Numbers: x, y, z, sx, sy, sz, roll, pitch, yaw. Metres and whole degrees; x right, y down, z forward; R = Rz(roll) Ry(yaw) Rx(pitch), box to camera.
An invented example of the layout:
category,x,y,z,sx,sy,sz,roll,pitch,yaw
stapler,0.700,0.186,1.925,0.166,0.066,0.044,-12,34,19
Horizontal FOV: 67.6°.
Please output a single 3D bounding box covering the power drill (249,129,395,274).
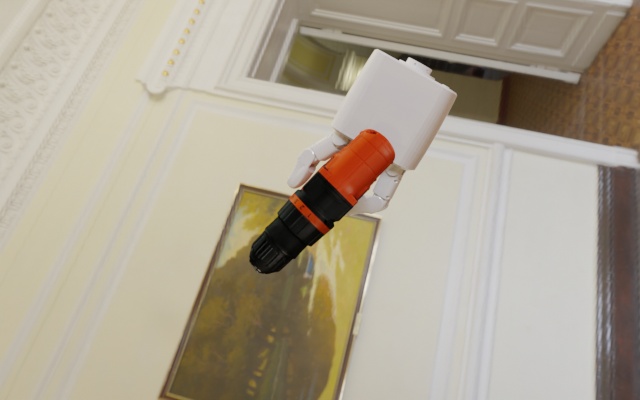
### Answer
category,x,y,z,sx,sy,sz,roll,pitch,yaw
power drill,0.000,0.002,0.546,0.184,0.057,0.187,-43,3,1
